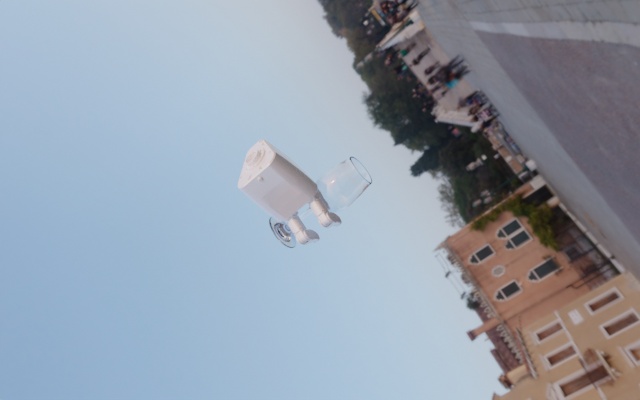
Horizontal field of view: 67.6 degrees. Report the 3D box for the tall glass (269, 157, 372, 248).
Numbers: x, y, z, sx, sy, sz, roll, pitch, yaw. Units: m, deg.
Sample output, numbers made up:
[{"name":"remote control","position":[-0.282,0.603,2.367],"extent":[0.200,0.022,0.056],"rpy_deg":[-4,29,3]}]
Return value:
[{"name":"tall glass","position":[0.000,0.003,0.892],"extent":[0.201,0.079,0.079],"rpy_deg":[-38,-14,19]}]
